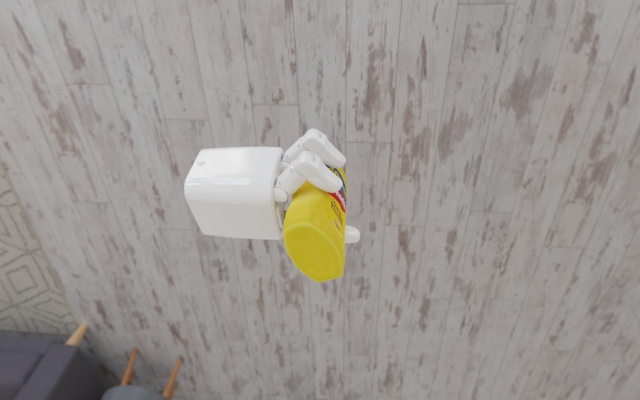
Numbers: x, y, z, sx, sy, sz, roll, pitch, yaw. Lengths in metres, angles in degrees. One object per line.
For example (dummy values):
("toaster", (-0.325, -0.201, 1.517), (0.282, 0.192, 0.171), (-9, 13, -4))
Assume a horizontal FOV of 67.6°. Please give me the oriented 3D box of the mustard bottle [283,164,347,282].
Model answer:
("mustard bottle", (0.000, 0.002, 0.596), (0.058, 0.096, 0.191), (-19, 34, 19))
